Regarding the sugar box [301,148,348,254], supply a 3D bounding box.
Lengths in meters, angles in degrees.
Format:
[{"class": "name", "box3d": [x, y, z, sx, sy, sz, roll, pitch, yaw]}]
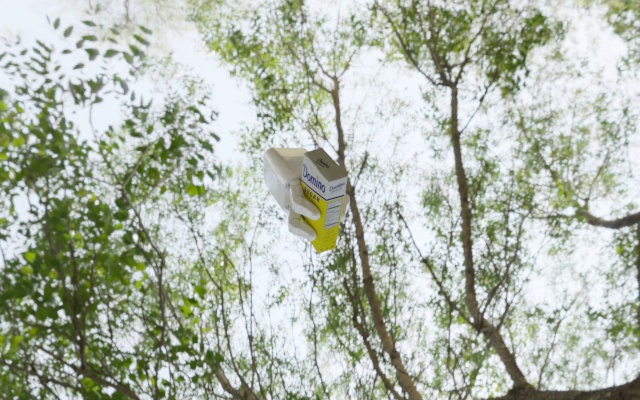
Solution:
[{"class": "sugar box", "box3d": [0.000, 0.003, 0.870, 0.048, 0.176, 0.093, -18, 45, -23]}]
